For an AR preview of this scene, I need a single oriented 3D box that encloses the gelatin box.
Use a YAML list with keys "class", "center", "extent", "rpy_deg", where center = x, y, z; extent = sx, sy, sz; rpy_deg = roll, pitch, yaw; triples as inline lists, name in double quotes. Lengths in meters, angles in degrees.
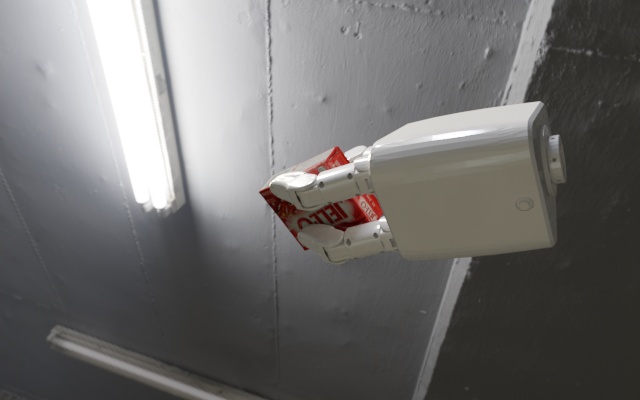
- class: "gelatin box"
  center: [0.000, 0.001, 0.419]
  extent: [0.089, 0.073, 0.030]
  rpy_deg: [-20, 24, 42]
